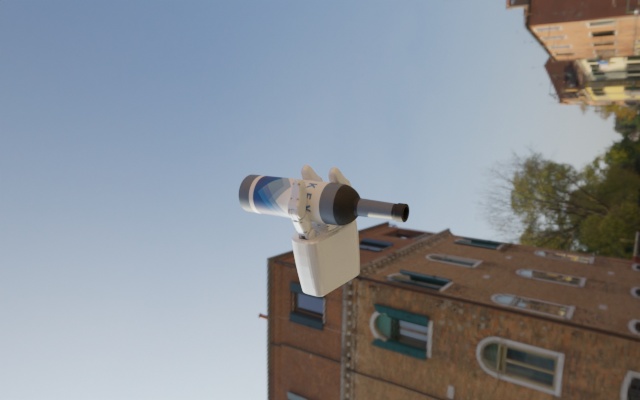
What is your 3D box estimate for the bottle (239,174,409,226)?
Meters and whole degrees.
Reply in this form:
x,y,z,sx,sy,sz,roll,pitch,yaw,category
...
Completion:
x,y,z,sx,sy,sz,roll,pitch,yaw,category
0.000,0.002,0.767,0.295,0.069,0.069,7,4,33,bottle
